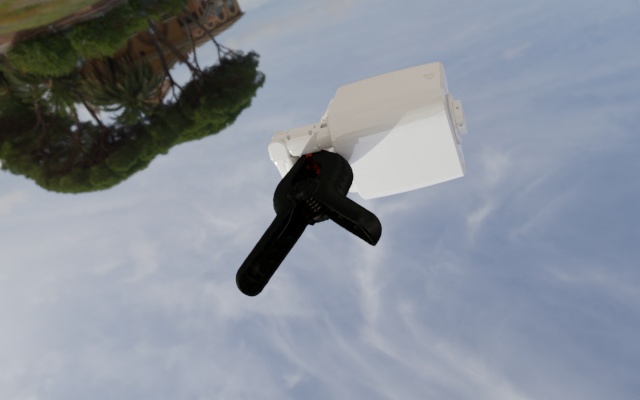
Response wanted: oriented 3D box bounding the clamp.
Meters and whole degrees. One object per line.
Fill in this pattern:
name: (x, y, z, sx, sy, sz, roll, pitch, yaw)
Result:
clamp: (0.000, 0.002, 0.402, 0.120, 0.039, 0.171, -15, 35, 22)
